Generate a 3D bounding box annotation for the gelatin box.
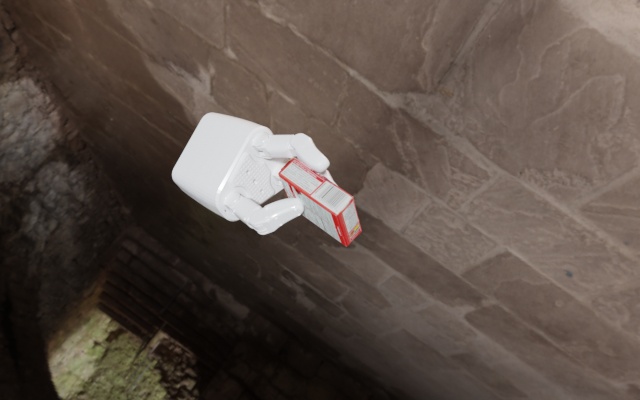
[{"bbox_3d":[0.000,0.002,0.519,0.089,0.030,0.073,35,-18,28],"label":"gelatin box"}]
